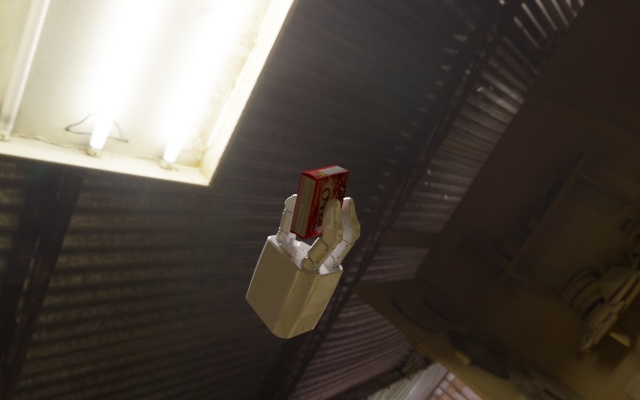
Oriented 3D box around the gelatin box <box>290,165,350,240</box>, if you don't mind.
[{"bbox_3d":[0.000,0.002,0.639,0.030,0.089,0.073,26,26,32],"label":"gelatin box"}]
